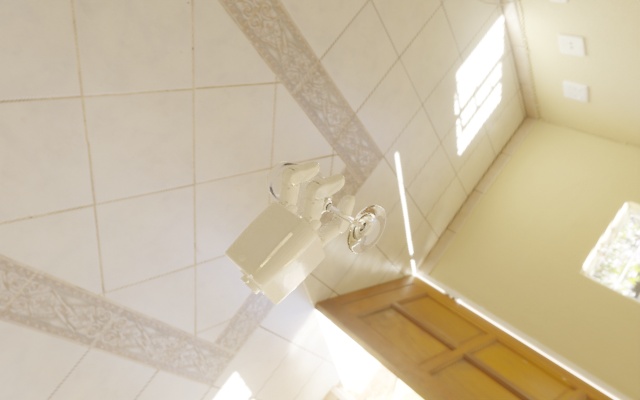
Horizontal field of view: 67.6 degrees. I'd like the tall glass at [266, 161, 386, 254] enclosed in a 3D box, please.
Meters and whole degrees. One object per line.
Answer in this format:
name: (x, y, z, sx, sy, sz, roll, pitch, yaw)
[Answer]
tall glass: (0.001, 0.003, 0.718, 0.079, 0.079, 0.201, 0, 23, -44)
